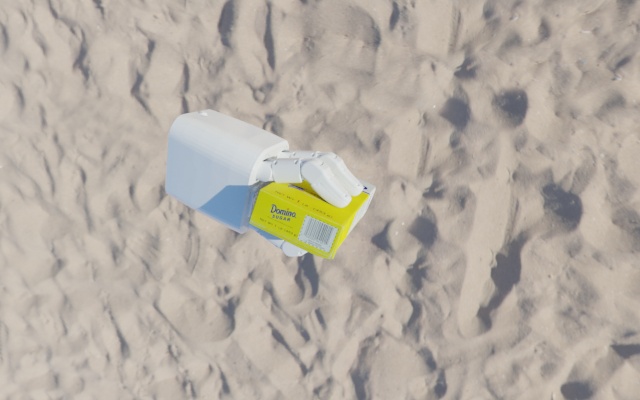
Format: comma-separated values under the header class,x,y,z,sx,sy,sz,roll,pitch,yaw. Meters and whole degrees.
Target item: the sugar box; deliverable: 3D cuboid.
class,x,y,z,sx,sy,sz,roll,pitch,yaw
sugar box,0.000,0.001,0.541,0.093,0.048,0.176,25,22,9
